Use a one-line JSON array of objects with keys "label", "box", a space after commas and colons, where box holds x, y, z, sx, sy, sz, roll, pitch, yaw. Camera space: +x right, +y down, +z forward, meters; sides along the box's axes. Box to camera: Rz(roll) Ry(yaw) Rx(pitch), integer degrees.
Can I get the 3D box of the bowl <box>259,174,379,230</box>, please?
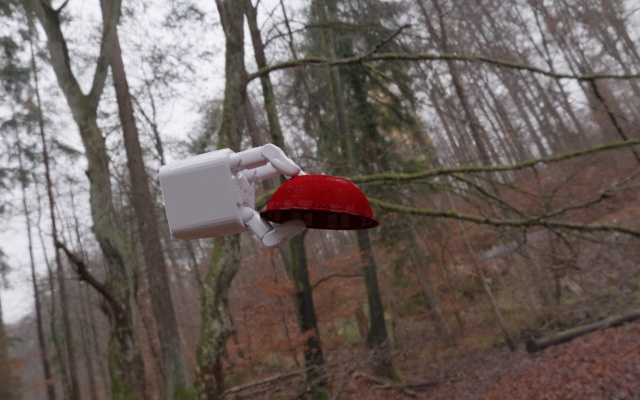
[{"label": "bowl", "box": [0.001, 0.002, 0.649, 0.162, 0.055, 0.162, 5, -11, 1]}]
